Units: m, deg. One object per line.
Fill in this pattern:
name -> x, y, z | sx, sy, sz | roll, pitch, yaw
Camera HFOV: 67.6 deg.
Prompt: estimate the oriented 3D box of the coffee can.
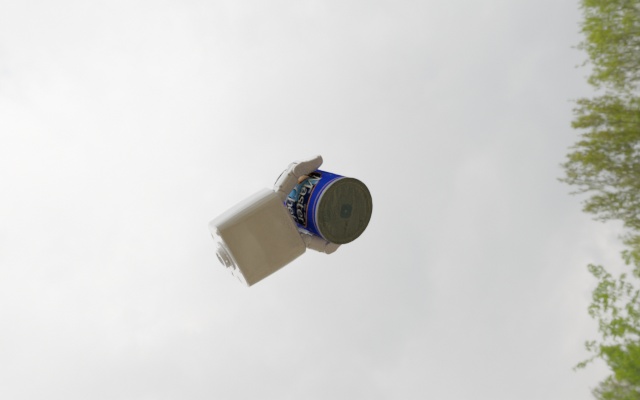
coffee can -> 0.000, 0.002, 0.762 | 0.103, 0.103, 0.140 | 0, 12, -34
